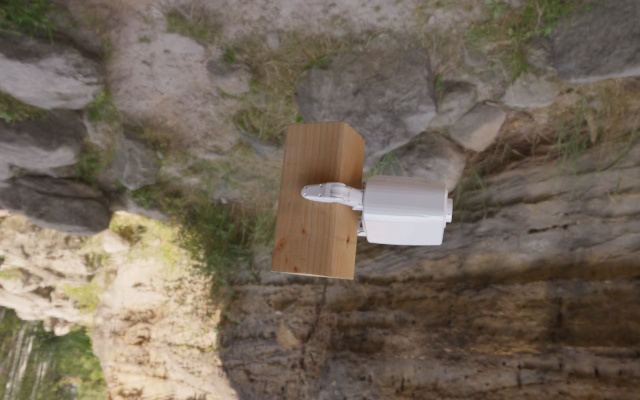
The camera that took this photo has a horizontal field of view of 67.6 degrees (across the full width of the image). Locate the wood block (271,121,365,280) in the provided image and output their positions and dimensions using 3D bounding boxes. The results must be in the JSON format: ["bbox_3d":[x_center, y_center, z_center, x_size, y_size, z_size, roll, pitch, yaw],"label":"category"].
[{"bbox_3d":[0.000,0.002,0.673,0.090,0.206,0.091,1,-10,25],"label":"wood block"}]
